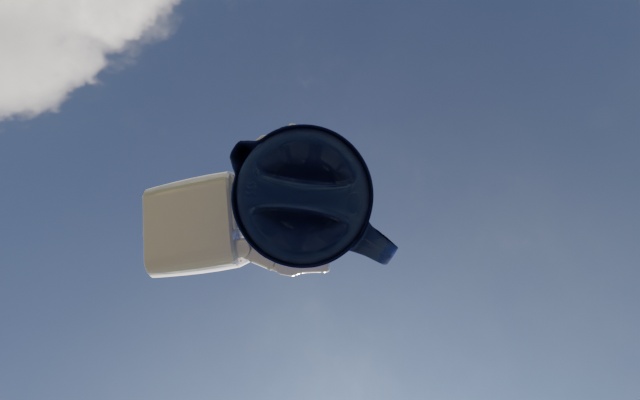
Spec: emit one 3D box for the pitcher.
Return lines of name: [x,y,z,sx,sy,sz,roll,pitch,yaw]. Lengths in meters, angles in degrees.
pitcher: [0.000,0.002,0.552,0.145,0.149,0.243,-12,-1,5]
